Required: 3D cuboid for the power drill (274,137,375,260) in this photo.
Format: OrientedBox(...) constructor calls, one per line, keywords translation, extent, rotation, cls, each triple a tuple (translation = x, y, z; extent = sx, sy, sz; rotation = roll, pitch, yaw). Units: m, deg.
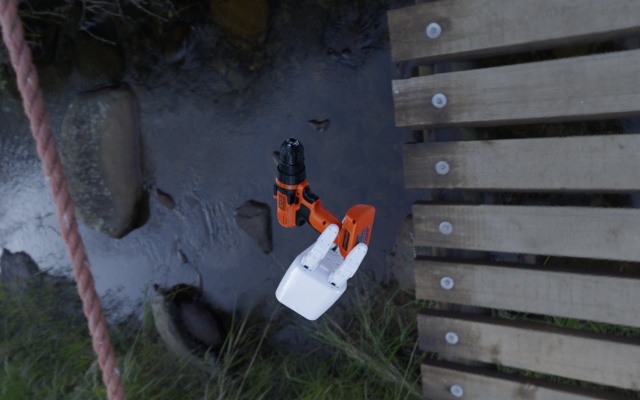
OrientedBox(translation=(0.000, 0.003, 0.801), extent=(0.187, 0.185, 0.057), rotation=(33, 50, 28), cls="power drill")
